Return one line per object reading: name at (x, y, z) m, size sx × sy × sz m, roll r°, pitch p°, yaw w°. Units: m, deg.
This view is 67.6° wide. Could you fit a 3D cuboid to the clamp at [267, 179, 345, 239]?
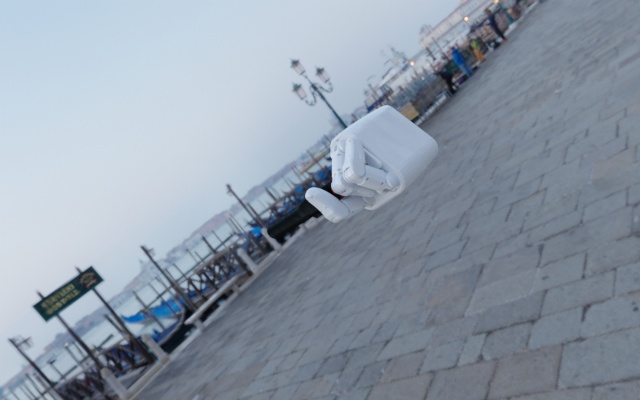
clamp at (0.000, 0.002, 0.703) m, size 0.120 × 0.039 × 0.171 m, roll -36°, pitch 3°, yaw -38°
